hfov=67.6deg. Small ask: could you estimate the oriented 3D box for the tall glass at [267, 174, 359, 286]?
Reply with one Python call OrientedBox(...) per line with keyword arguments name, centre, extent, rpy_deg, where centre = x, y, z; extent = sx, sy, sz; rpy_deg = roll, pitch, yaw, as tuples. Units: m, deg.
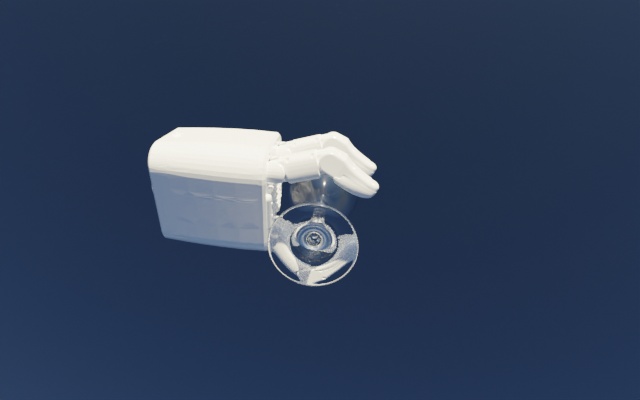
OrientedBox(name="tall glass", centre=(0.000, 0.002, 0.477), extent=(0.079, 0.079, 0.201), rpy_deg=(0, 21, 4))
